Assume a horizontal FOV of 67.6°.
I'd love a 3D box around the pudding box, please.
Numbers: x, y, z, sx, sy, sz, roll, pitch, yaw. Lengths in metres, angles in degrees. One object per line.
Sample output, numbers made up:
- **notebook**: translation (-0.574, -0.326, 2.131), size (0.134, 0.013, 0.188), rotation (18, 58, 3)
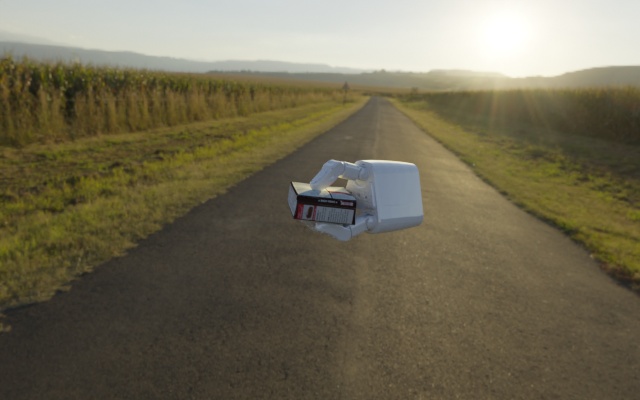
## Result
- **pudding box**: translation (0.000, 0.002, 0.714), size (0.090, 0.039, 0.113), rotation (5, 10, -9)
